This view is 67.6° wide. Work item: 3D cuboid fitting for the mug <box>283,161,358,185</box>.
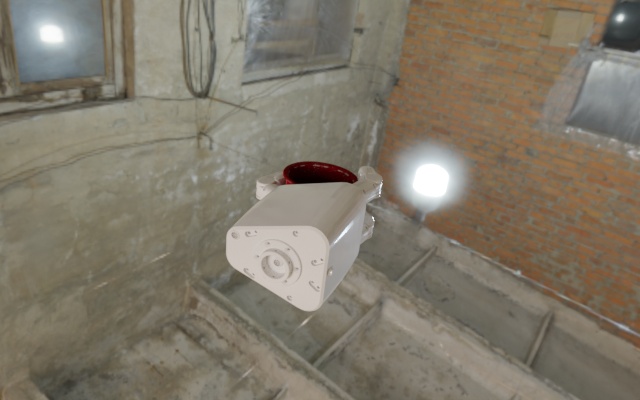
[{"bbox_3d":[0.001,0.002,0.604,0.093,0.081,0.117,18,27,17],"label":"mug"}]
